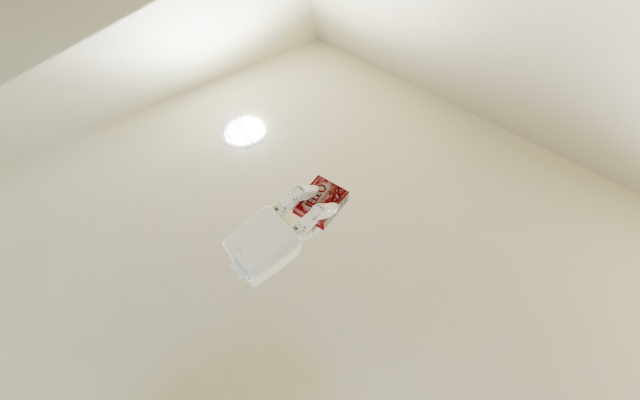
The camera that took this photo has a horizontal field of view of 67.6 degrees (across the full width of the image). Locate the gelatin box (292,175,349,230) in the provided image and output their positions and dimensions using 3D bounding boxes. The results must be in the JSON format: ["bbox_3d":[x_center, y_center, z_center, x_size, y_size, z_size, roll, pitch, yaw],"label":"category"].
[{"bbox_3d":[0.000,0.003,0.896,0.073,0.089,0.030,30,-30,22],"label":"gelatin box"}]
